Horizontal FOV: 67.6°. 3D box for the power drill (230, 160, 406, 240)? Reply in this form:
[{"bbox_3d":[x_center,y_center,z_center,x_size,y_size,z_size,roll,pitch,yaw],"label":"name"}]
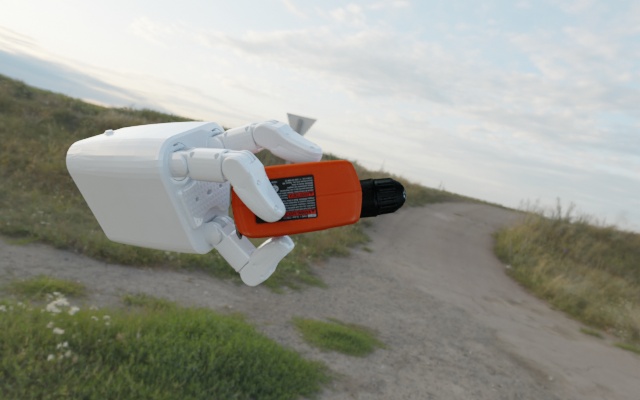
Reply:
[{"bbox_3d":[0.000,0.001,0.466,0.184,0.057,0.187,-9,-4,3],"label":"power drill"}]
